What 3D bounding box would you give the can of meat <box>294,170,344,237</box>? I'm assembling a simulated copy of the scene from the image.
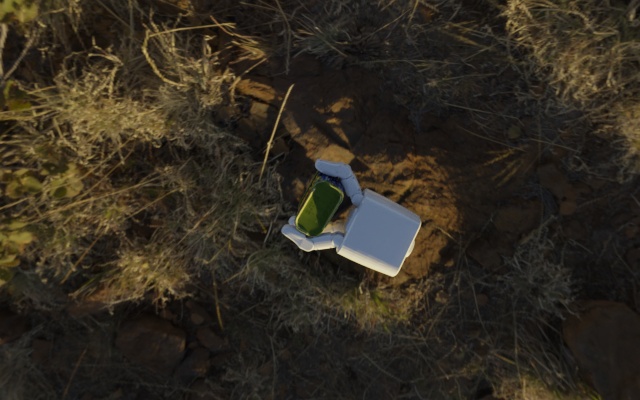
[{"bbox_3d":[0.000,0.003,0.799,0.057,0.102,0.084,29,17,-5],"label":"can of meat"}]
